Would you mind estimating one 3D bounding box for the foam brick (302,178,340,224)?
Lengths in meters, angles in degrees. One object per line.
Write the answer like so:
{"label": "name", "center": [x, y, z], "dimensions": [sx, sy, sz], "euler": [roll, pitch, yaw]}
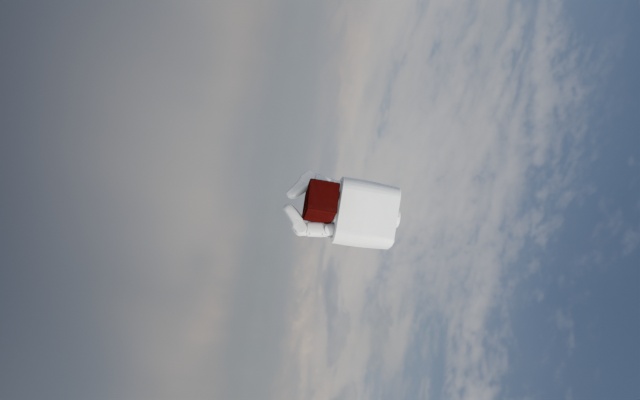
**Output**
{"label": "foam brick", "center": [0.000, 0.003, 0.796], "dimensions": [0.051, 0.053, 0.078], "euler": [10, -17, -5]}
